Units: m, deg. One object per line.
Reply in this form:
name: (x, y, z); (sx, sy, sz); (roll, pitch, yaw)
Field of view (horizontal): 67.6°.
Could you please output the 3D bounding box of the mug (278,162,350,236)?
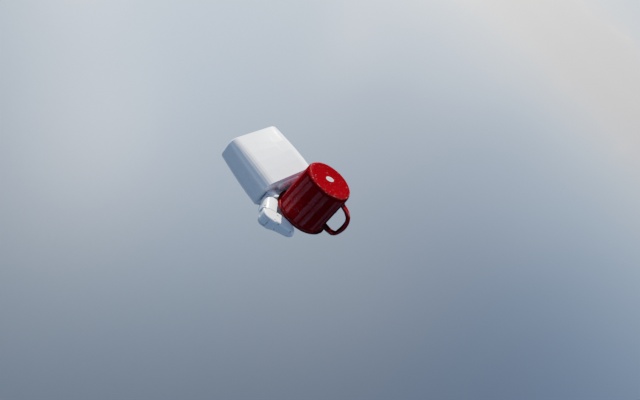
mug: (0.001, 0.003, 0.756); (0.081, 0.117, 0.093); (-47, -13, 31)
